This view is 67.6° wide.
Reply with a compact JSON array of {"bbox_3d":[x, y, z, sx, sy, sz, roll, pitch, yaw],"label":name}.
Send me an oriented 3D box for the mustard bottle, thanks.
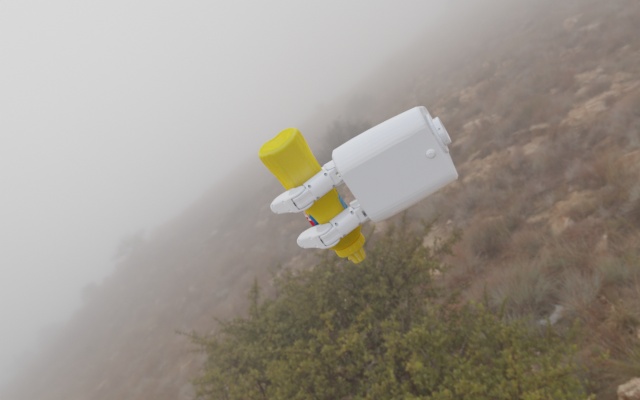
[{"bbox_3d":[0.000,0.002,0.597,0.058,0.192,0.096,-37,18,-4],"label":"mustard bottle"}]
